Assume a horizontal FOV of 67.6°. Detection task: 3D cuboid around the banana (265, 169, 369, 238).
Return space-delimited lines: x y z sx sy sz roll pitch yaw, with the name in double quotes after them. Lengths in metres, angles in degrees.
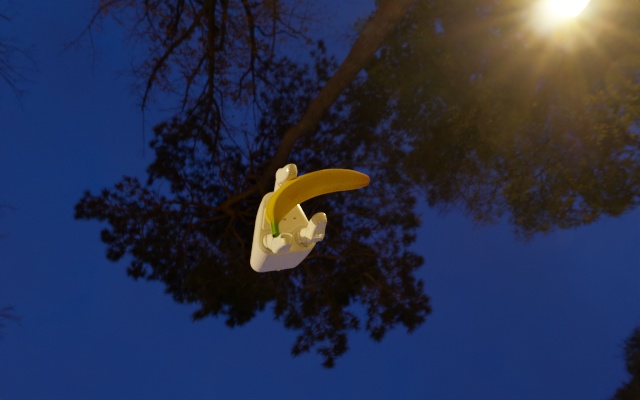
-0.014 -0.010 0.730 0.197 0.069 0.037 -30 -16 -30 "banana"
